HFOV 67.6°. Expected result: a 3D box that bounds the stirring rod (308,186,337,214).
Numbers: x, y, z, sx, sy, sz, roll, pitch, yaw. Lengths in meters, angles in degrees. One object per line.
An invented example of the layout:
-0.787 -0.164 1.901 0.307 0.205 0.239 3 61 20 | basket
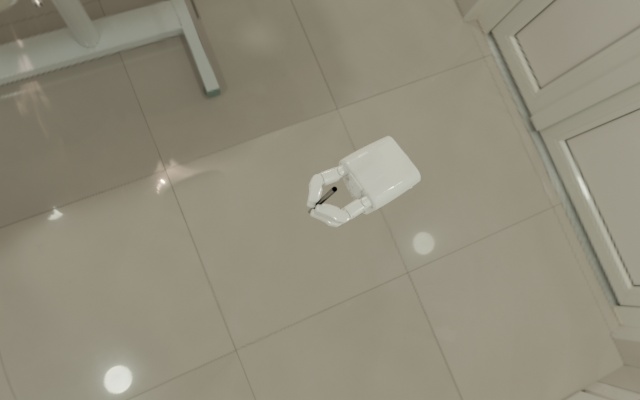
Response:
0.000 0.003 0.815 0.011 0.011 0.239 0 -9 -10 | stirring rod
